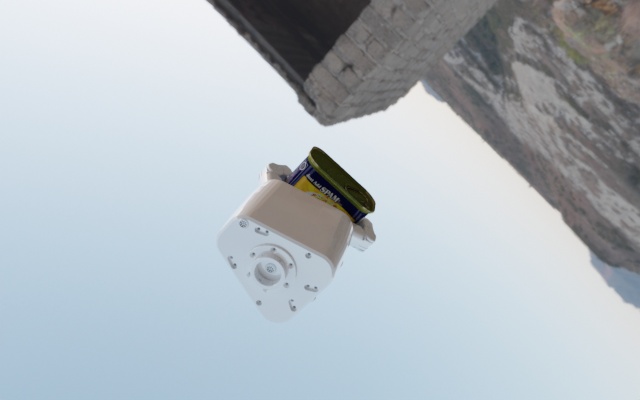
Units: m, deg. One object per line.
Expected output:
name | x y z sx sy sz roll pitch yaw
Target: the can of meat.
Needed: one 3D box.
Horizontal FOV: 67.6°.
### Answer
can of meat | 0.000 0.002 0.567 0.102 0.084 0.057 42 21 -8
